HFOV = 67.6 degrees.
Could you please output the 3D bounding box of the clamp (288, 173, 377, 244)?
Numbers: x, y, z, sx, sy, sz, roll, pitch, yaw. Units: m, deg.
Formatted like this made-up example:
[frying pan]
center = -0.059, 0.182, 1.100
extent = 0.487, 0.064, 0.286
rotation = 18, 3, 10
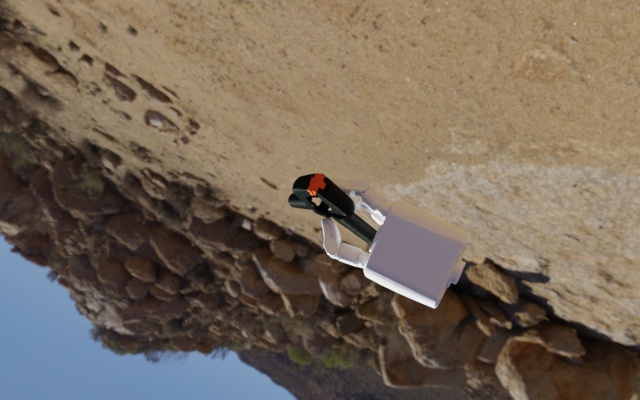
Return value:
[clamp]
center = 0.000, 0.003, 0.710
extent = 0.164, 0.036, 0.210
rotation = 23, -12, 21
